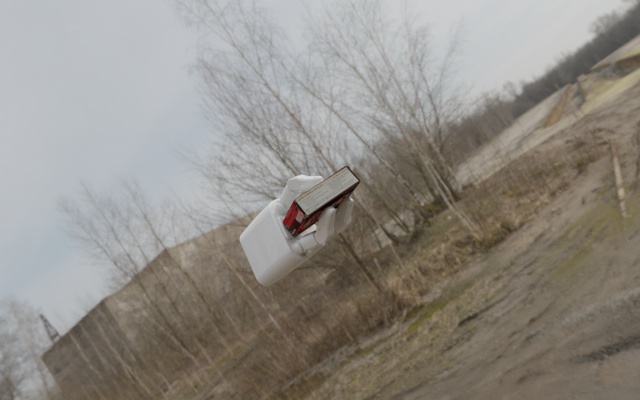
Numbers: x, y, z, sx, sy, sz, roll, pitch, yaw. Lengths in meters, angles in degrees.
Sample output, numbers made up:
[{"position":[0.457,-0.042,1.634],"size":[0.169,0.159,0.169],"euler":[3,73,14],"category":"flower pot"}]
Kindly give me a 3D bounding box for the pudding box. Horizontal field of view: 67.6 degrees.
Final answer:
[{"position":[0.000,0.002,0.745],"size":[0.113,0.039,0.090],"euler":[-36,-9,-27],"category":"pudding box"}]
